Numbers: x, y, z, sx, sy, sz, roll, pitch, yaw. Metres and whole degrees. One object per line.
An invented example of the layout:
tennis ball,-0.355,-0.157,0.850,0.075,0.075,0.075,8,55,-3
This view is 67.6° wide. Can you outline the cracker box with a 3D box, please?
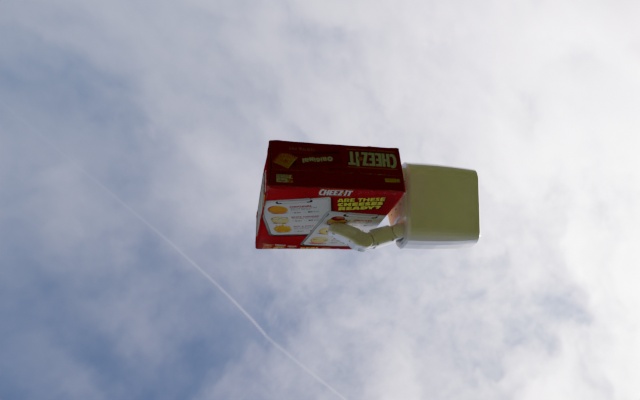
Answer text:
cracker box,0.000,0.002,0.647,0.164,0.072,0.214,2,-25,-11
